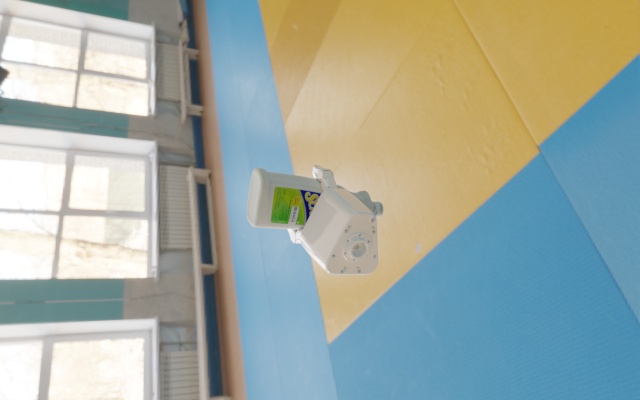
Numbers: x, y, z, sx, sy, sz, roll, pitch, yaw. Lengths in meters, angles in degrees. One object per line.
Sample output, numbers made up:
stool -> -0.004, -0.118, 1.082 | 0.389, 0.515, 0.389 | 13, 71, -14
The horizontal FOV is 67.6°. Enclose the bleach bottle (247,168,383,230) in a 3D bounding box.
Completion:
bleach bottle -> 0.000, 0.003, 0.855 | 0.251, 0.102, 0.068 | 3, 18, -24
